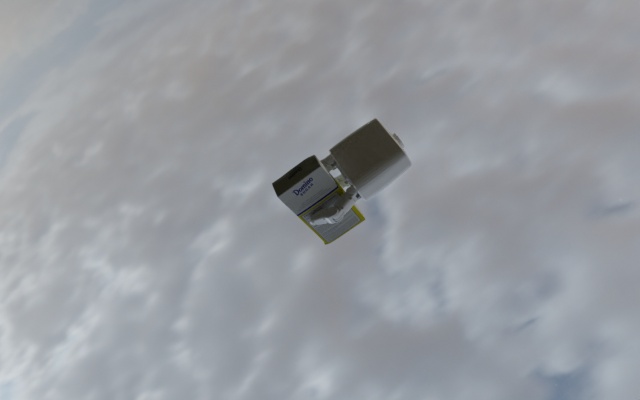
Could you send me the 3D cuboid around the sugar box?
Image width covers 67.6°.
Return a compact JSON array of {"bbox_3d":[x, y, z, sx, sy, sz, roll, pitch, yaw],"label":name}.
[{"bbox_3d":[0.000,0.002,0.861,0.093,0.048,0.176,-35,-48,7],"label":"sugar box"}]
